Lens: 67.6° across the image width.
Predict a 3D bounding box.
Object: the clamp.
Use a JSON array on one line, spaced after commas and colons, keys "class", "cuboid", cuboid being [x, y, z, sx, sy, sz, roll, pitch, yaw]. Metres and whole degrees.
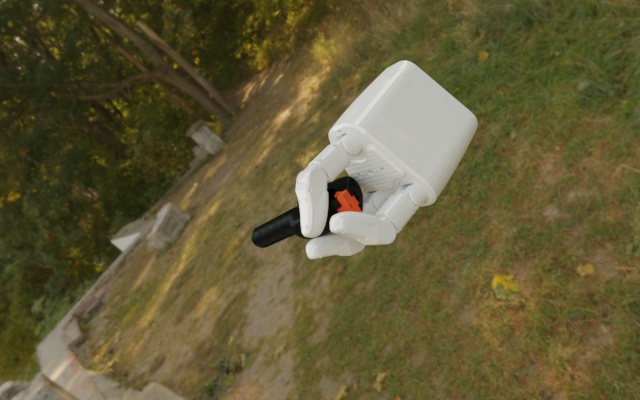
[{"class": "clamp", "cuboid": [0.000, 0.001, 0.500, 0.120, 0.039, 0.171, -51, 20, -26]}]
